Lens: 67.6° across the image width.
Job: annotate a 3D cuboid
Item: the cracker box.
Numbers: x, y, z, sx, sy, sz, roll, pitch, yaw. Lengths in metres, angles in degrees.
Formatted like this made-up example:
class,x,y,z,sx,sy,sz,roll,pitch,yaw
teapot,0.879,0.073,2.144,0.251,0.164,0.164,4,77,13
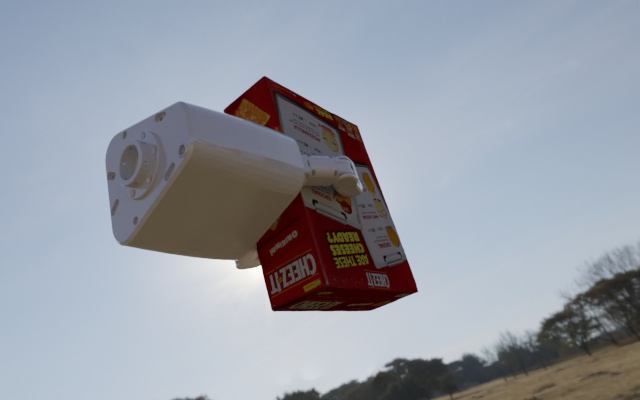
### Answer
class,x,y,z,sx,sy,sz,roll,pitch,yaw
cracker box,0.000,0.001,0.484,0.072,0.213,0.164,-31,-27,29
